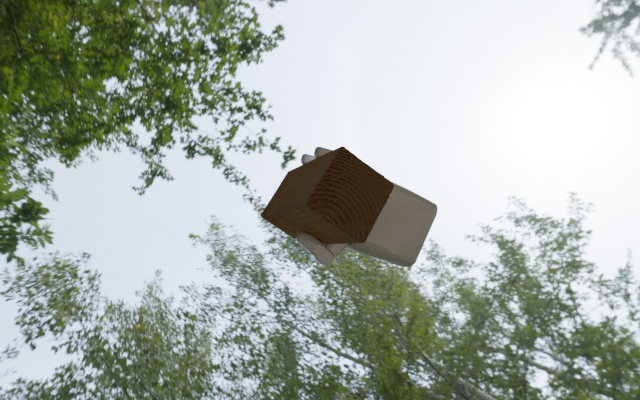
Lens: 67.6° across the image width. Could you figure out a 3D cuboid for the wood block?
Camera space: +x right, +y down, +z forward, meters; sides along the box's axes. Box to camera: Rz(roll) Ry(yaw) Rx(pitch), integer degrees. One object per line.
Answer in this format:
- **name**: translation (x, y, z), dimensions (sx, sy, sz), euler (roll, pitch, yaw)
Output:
- **wood block**: translation (0.000, 0.003, 0.671), dimensions (0.090, 0.090, 0.206), euler (35, -17, -15)
